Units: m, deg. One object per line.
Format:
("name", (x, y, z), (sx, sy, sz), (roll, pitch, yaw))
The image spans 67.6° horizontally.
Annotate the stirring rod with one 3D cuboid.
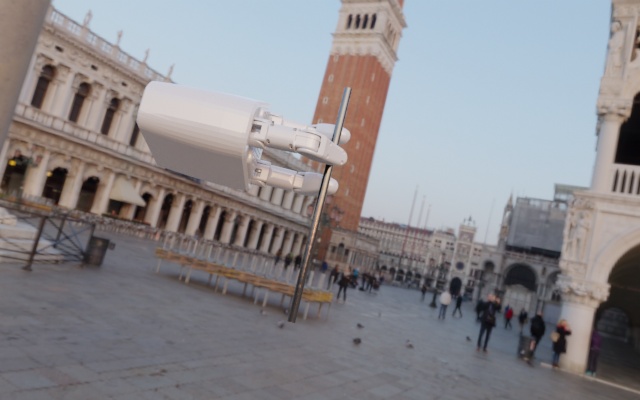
("stirring rod", (0.000, 0.002, 0.476), (0.011, 0.239, 0.011), (14, -6, 2))
